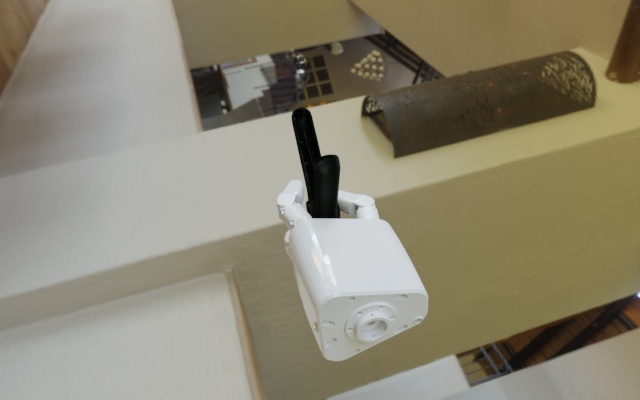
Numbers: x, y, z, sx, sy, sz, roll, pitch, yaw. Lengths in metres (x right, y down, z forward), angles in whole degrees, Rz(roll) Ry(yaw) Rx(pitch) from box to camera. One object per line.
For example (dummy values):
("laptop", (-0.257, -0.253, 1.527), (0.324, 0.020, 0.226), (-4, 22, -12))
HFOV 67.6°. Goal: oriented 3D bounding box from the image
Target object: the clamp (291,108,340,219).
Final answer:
("clamp", (0.001, 0.002, 0.562), (0.036, 0.210, 0.164), (-11, 36, -6))
